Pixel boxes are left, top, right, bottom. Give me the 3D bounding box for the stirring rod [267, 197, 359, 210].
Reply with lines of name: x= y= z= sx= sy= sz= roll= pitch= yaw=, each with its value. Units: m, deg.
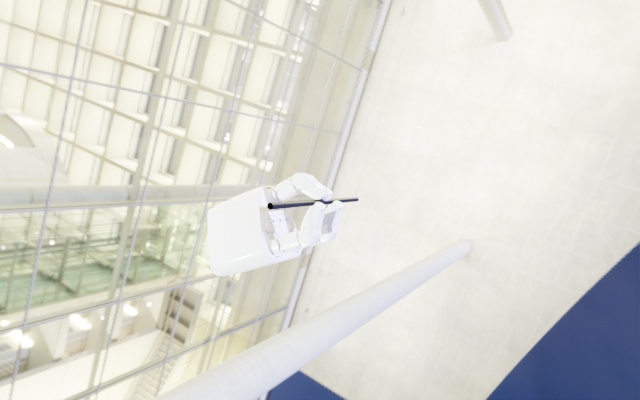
stirring rod: x=0.000 y=0.002 z=0.636 sx=0.011 sy=0.011 sz=0.239 roll=0 pitch=2 yaw=28
